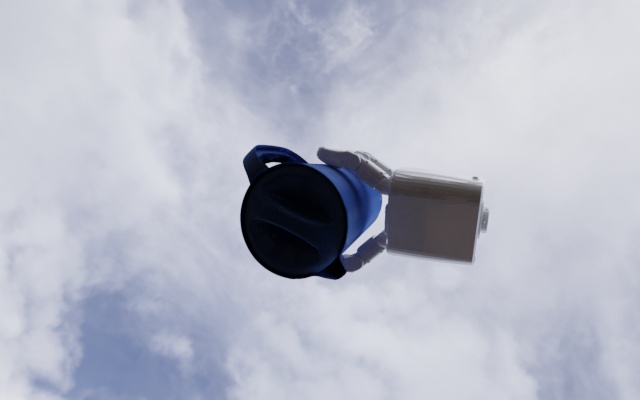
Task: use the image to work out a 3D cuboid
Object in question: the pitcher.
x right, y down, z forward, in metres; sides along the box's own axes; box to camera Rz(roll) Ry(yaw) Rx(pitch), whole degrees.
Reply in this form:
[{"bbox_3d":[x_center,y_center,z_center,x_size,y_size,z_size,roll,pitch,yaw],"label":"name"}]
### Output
[{"bbox_3d":[0.000,0.002,0.643,0.145,0.149,0.243,5,9,19],"label":"pitcher"}]
